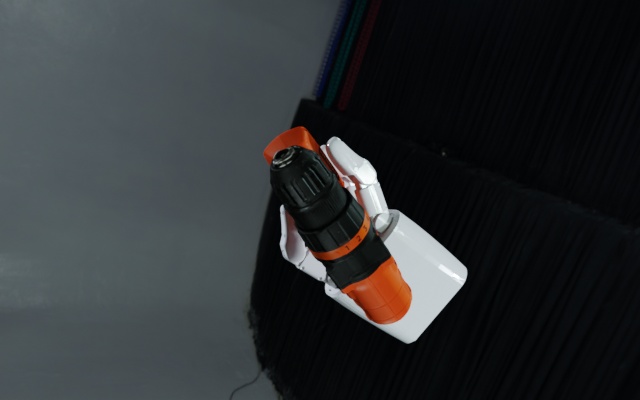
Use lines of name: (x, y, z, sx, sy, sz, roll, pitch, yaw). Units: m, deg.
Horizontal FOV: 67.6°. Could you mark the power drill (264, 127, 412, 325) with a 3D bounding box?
power drill: (0.000, 0.001, 0.427, 0.057, 0.184, 0.187, -32, 32, 2)
